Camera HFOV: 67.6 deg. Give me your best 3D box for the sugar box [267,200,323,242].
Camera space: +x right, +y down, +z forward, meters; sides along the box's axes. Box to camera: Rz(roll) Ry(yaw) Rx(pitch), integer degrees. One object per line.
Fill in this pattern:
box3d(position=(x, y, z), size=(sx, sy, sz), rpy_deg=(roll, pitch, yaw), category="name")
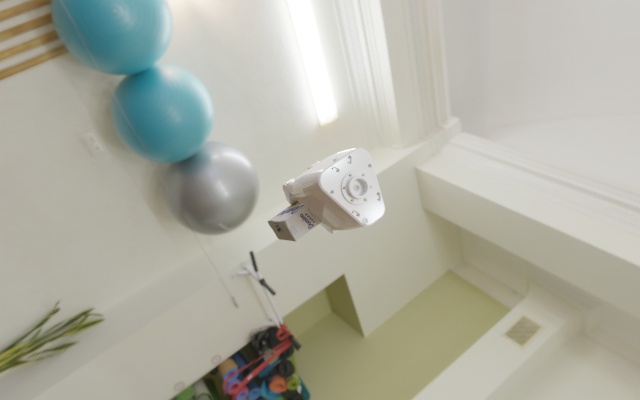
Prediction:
box3d(position=(0.000, 0.002, 0.820), size=(0.176, 0.048, 0.093), rpy_deg=(-33, 11, -21), category="sugar box")
